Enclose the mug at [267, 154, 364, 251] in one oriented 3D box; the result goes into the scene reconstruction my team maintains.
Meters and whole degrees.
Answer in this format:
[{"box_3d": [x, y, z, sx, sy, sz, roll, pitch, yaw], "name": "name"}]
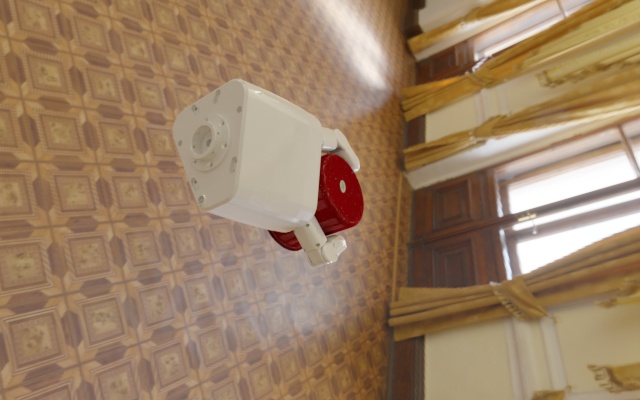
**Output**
[{"box_3d": [0.001, 0.002, 0.527, 0.081, 0.093, 0.117, -21, -21, 30], "name": "mug"}]
